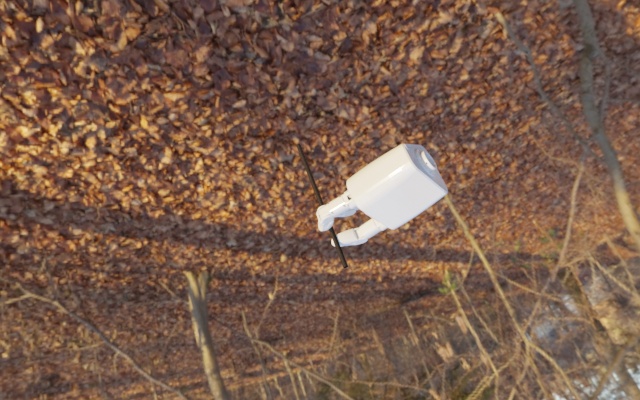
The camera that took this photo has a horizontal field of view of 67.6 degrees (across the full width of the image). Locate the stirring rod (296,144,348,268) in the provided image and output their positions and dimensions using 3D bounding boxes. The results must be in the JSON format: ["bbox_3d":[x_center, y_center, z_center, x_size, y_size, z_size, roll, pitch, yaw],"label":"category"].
[{"bbox_3d":[0.000,0.002,0.789,0.011,0.239,0.011,-17,-27,-9],"label":"stirring rod"}]
